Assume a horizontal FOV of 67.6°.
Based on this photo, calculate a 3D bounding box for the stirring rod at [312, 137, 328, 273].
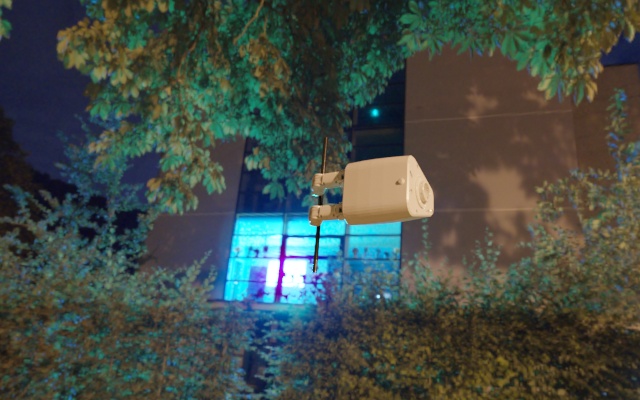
[{"bbox_3d":[0.000,0.003,0.808,0.011,0.239,0.011,4,-19,1],"label":"stirring rod"}]
